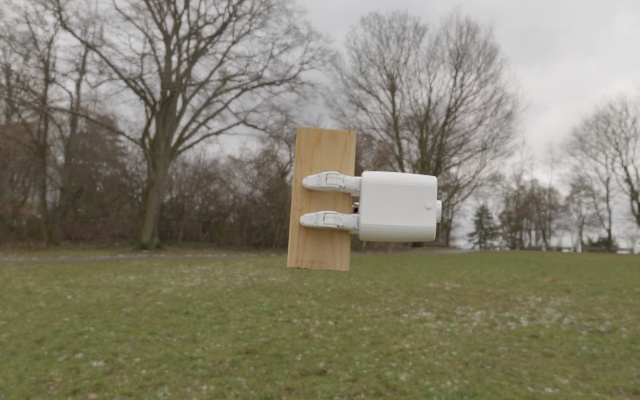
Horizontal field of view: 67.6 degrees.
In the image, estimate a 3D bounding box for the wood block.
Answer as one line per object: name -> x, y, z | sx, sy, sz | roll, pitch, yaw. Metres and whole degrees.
wood block -> 0.001, 0.002, 0.731 | 0.090, 0.206, 0.091 | 4, -9, -4
